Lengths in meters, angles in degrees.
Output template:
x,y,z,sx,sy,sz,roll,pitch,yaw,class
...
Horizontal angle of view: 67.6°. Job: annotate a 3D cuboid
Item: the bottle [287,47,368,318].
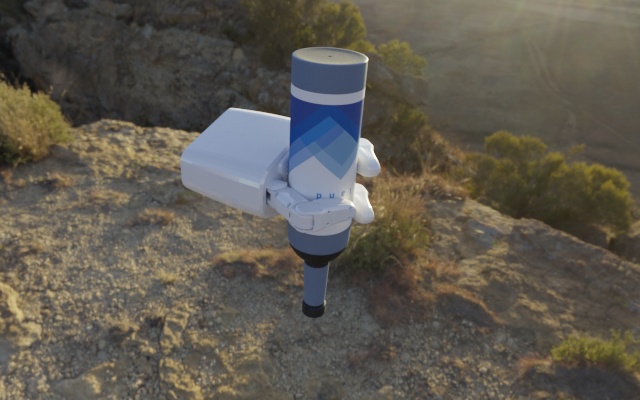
x,y,z,sx,sy,sz,roll,pitch,yaw,class
0.000,0.001,0.488,0.069,0.296,0.069,3,30,-2,bottle
